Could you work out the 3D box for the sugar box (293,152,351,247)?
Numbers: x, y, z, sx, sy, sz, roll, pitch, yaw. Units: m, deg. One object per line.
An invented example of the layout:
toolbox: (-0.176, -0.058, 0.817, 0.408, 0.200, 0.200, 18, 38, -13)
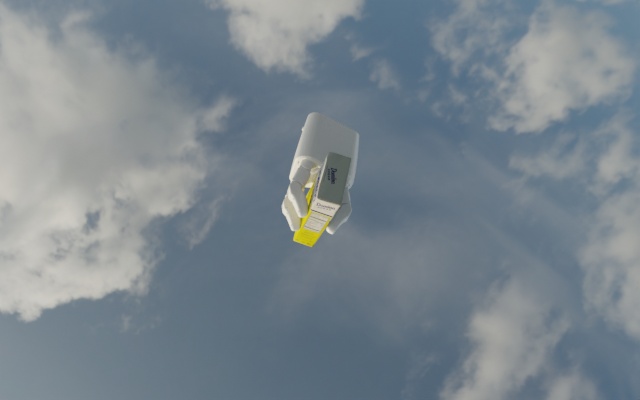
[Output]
sugar box: (0.000, 0.002, 0.810, 0.048, 0.093, 0.176, 17, -30, -5)
